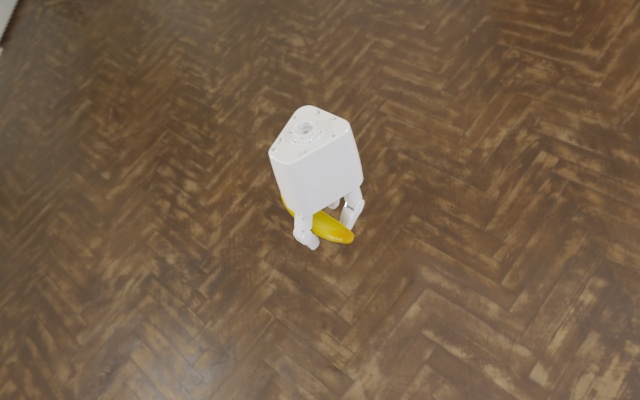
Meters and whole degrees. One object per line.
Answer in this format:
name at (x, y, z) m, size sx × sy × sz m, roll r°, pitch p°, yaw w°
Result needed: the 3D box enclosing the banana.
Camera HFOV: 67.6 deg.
banana at (-0.018, 0.007, 0.756) m, size 0.069 × 0.037 × 0.197 m, roll -19°, pitch 43°, yaw -14°
